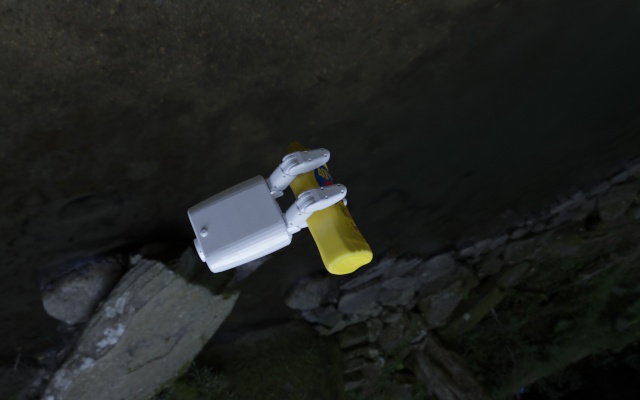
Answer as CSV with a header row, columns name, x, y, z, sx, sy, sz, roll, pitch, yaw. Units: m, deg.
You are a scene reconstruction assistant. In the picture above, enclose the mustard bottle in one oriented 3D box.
name,x,y,z,sx,sy,sz,roll,pitch,yaw
mustard bottle,0.001,0.002,0.639,0.058,0.191,0.096,-32,-22,14
